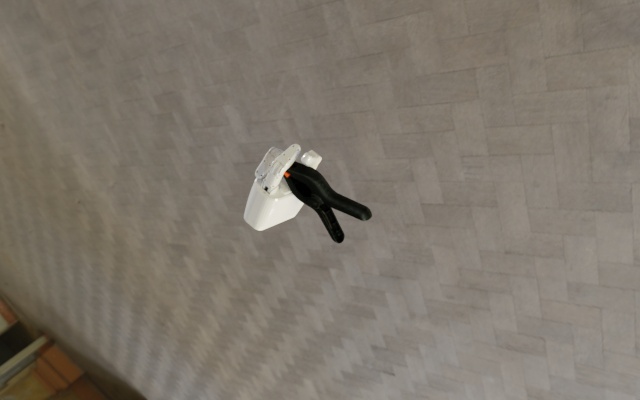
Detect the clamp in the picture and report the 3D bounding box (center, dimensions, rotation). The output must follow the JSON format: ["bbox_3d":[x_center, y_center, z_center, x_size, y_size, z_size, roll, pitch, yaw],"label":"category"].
[{"bbox_3d":[0.000,0.003,0.820,0.039,0.171,0.120,-42,-12,-41],"label":"clamp"}]
